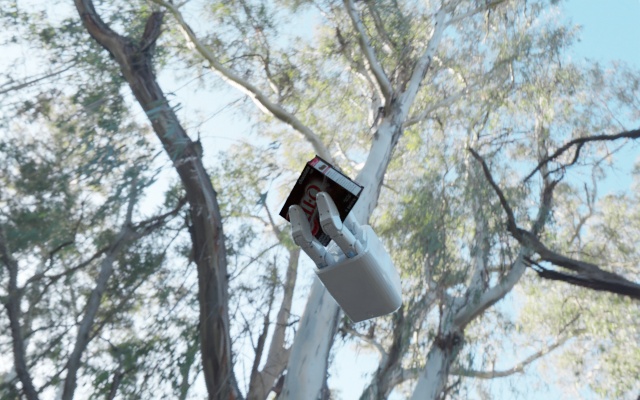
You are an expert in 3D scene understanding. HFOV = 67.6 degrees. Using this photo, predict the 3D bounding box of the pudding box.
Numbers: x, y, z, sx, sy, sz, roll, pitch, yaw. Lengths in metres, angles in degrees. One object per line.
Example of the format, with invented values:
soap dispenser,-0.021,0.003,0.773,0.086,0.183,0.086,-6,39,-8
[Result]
pudding box,0.000,0.002,0.704,0.090,0.113,0.039,34,34,4
